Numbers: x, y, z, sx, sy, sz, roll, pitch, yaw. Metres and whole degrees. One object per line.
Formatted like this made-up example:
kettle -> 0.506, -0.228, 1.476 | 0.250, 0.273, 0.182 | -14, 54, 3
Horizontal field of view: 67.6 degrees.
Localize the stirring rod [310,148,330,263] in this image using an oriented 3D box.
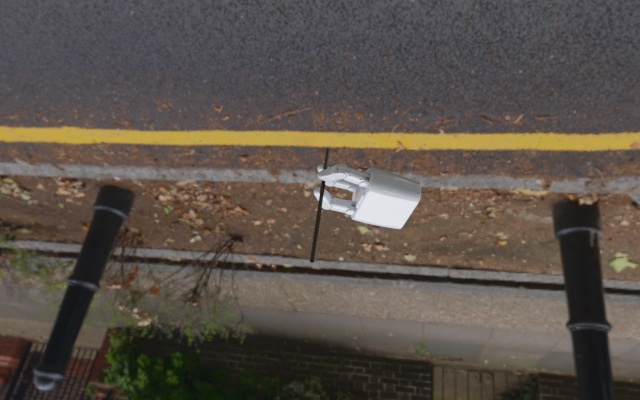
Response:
stirring rod -> 0.000, 0.003, 0.895 | 0.011, 0.239, 0.011 | 6, -29, 4
